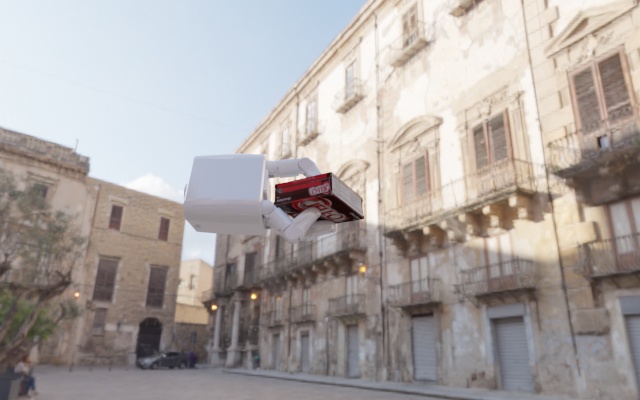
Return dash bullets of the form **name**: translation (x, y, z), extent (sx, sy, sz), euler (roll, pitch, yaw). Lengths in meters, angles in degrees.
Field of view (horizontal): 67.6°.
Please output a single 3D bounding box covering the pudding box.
- **pudding box**: translation (0.000, 0.002, 0.679), extent (0.090, 0.039, 0.113), euler (-10, -21, 26)
